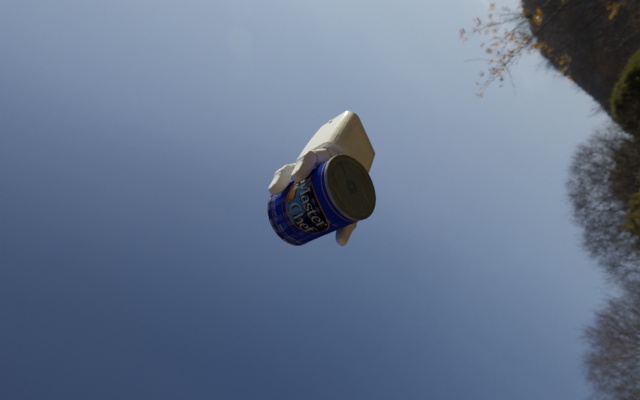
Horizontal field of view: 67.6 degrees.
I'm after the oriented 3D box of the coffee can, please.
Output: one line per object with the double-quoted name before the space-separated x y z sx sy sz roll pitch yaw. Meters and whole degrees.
"coffee can" 0.000 0.003 0.741 0.103 0.102 0.140 0 -19 -46
